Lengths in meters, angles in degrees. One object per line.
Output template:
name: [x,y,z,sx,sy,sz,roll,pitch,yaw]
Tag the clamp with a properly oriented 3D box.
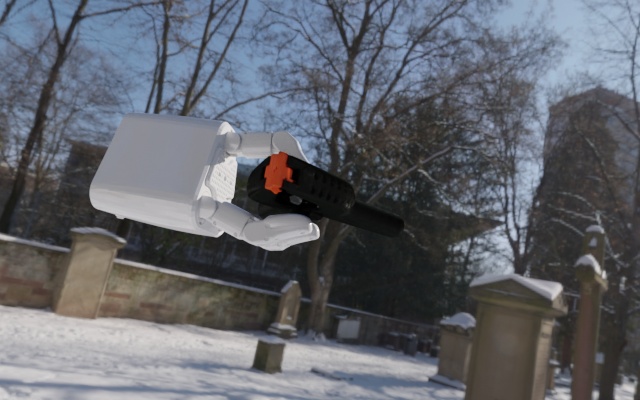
clamp: [0.000,0.001,0.445,0.164,0.036,0.210,7,-11,8]
